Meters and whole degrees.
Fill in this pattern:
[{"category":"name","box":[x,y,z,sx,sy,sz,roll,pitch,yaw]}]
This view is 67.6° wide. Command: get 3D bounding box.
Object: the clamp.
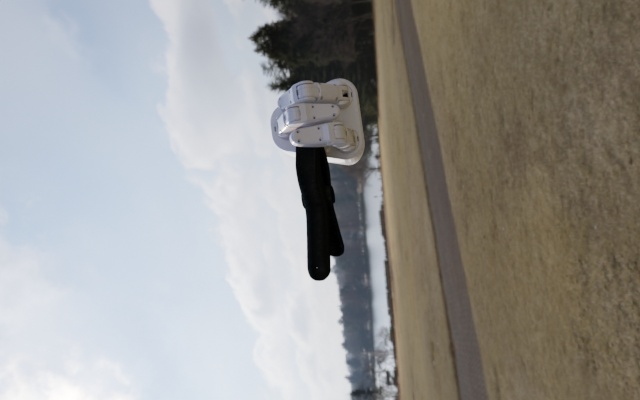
[{"category":"clamp","box":[-0.001,0.002,0.562,0.039,0.171,0.120,-5,-2,7]}]
